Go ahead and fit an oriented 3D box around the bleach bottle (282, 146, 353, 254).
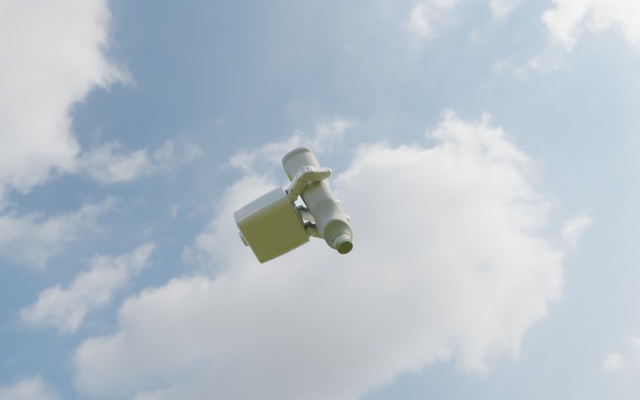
[{"bbox_3d":[0.000,0.003,0.884,0.068,0.103,0.250,-28,40,-1],"label":"bleach bottle"}]
